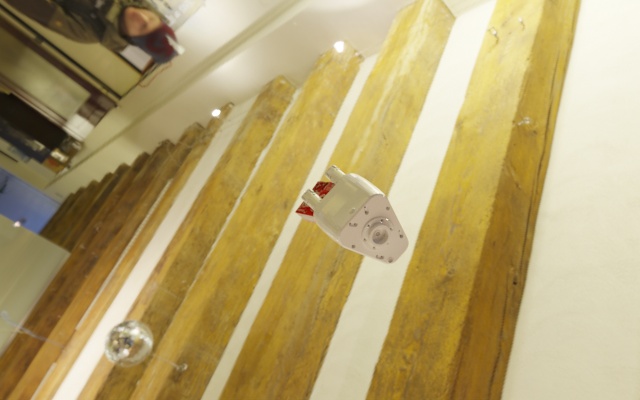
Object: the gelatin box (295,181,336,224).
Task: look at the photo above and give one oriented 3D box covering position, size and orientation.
[{"bbox_3d":[0.000,0.003,0.836,0.030,0.073,0.089,40,-12,-20],"label":"gelatin box"}]
